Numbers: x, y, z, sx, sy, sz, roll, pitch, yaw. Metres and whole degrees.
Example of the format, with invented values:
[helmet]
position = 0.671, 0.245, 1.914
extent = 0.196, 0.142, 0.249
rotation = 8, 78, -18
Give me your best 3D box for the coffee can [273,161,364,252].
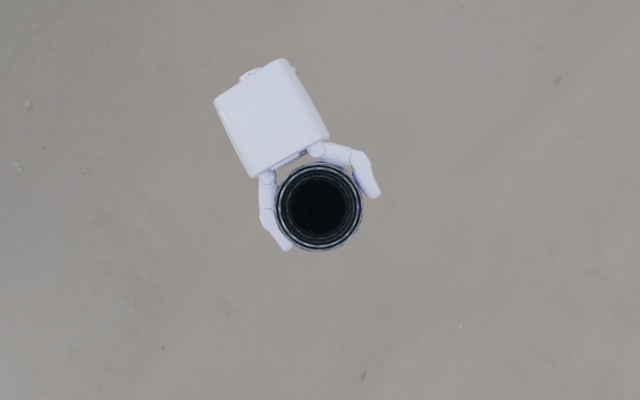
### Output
[coffee can]
position = 0.000, 0.002, 0.605
extent = 0.103, 0.103, 0.140
rotation = 0, 5, 2
